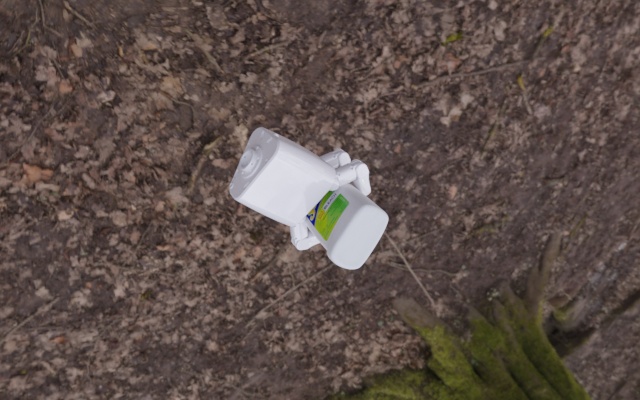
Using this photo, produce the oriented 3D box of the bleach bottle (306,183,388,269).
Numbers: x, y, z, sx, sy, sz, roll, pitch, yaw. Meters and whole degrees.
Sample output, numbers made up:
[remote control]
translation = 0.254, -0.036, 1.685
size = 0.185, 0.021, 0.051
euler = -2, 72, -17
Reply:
[bleach bottle]
translation = 0.000, 0.002, 0.757
size = 0.068, 0.102, 0.250
euler = 27, 8, -36
